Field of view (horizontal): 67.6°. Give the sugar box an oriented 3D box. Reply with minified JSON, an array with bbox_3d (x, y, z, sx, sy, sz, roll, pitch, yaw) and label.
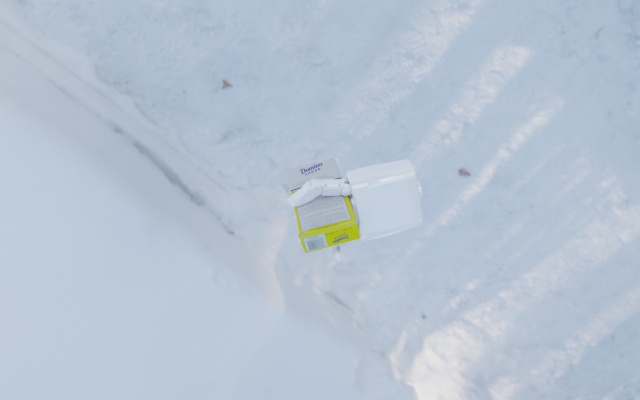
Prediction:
[{"bbox_3d":[0.000,0.003,0.797,0.093,0.048,0.176,-14,38,0],"label":"sugar box"}]
